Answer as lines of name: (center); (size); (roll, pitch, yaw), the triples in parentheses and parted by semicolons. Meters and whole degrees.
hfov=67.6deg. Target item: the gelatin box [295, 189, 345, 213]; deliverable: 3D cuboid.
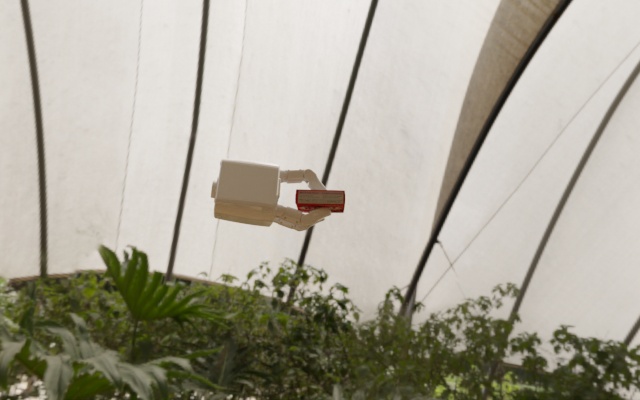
gelatin box: (0.000, 0.002, 0.873); (0.089, 0.030, 0.073); (0, -13, 1)
